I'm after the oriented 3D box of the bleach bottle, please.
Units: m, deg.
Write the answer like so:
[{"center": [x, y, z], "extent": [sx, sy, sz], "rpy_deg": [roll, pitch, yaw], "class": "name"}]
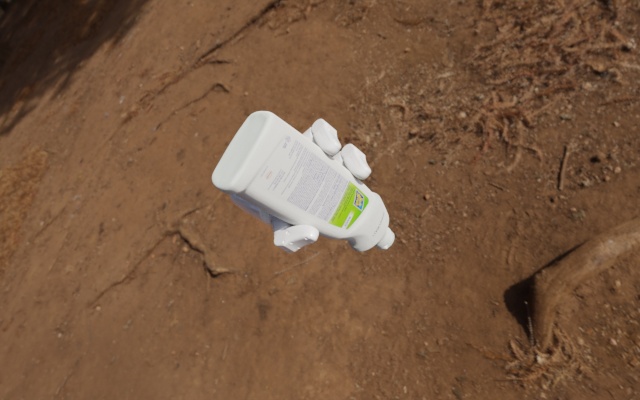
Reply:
[{"center": [0.000, 0.002, 0.576], "extent": [0.251, 0.102, 0.068], "rpy_deg": [35, -9, -34], "class": "bleach bottle"}]
